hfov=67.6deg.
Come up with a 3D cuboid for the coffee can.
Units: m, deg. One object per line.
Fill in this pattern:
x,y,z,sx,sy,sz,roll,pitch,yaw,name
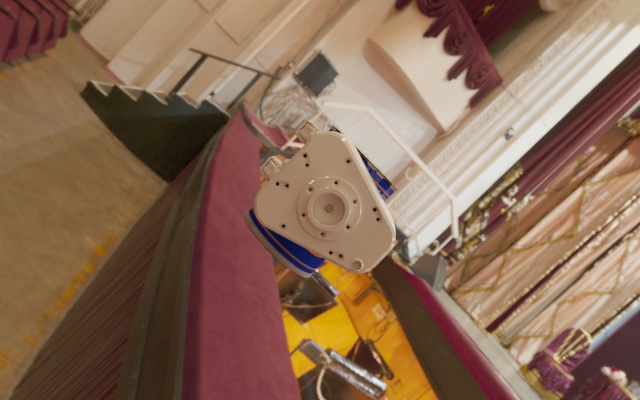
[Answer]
0.000,0.002,0.537,0.103,0.140,0.103,45,6,-5,coffee can
